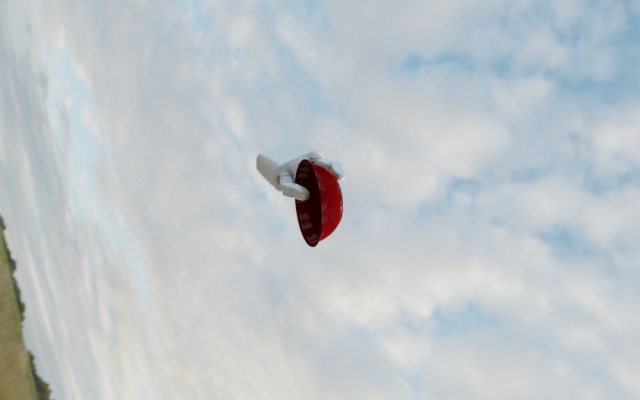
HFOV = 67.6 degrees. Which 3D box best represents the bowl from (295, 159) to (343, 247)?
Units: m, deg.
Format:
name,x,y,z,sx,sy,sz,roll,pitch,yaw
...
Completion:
name,x,y,z,sx,sy,sz,roll,pitch,yaw
bowl,0.001,0.004,0.877,0.055,0.162,0.162,-5,2,-18
